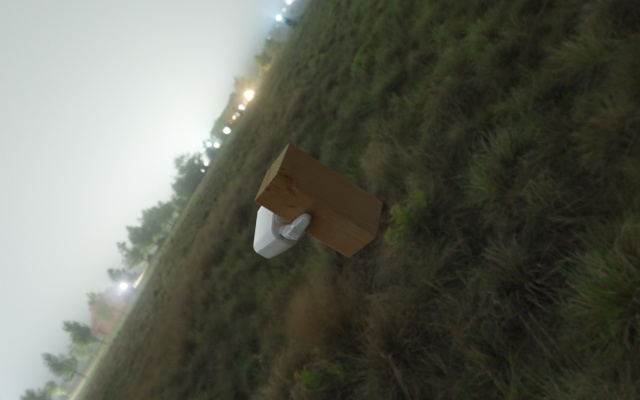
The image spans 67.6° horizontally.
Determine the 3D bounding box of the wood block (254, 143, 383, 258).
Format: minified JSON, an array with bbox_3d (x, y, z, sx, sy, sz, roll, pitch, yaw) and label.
[{"bbox_3d":[0.000,0.003,0.857,0.206,0.090,0.090,31,-45,-15],"label":"wood block"}]
